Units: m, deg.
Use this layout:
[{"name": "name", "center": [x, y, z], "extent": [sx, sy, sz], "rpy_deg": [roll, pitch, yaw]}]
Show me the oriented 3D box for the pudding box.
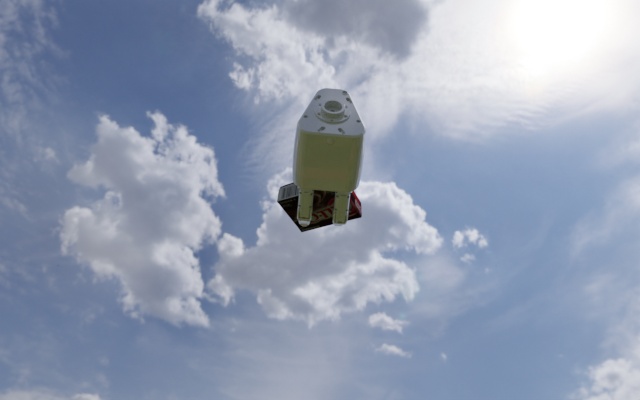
[{"name": "pudding box", "center": [0.000, 0.002, 0.773], "extent": [0.113, 0.039, 0.090], "rpy_deg": [-14, -43, 21]}]
